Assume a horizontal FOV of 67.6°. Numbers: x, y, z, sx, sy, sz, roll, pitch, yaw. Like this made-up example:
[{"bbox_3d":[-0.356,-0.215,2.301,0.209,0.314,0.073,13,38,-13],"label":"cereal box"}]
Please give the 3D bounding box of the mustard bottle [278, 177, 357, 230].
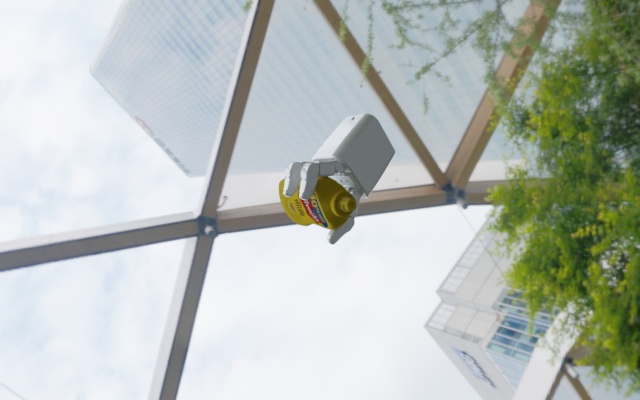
[{"bbox_3d":[0.000,0.003,0.815,0.058,0.096,0.191,-30,17,-27],"label":"mustard bottle"}]
